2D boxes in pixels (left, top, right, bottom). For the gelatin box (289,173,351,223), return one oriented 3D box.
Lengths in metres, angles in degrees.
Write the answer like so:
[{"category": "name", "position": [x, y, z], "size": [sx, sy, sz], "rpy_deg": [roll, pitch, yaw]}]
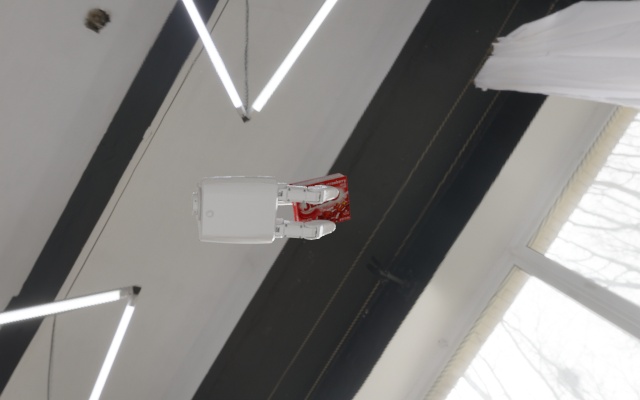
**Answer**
[{"category": "gelatin box", "position": [0.000, 0.002, 0.749], "size": [0.089, 0.073, 0.030], "rpy_deg": [-14, 20, -18]}]
